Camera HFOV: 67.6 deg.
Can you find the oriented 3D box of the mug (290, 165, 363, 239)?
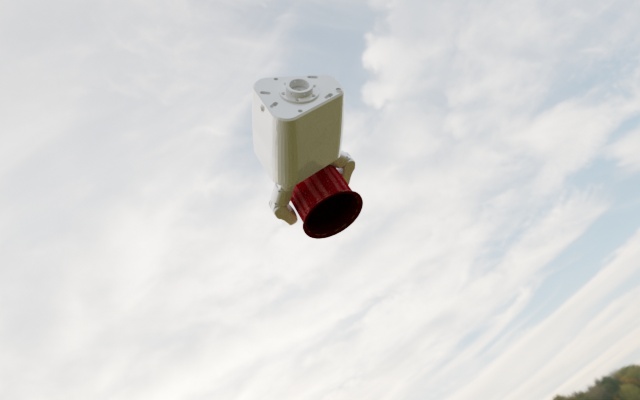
[{"bbox_3d":[0.000,0.003,0.688,0.093,0.081,0.117,-18,-39,-20],"label":"mug"}]
